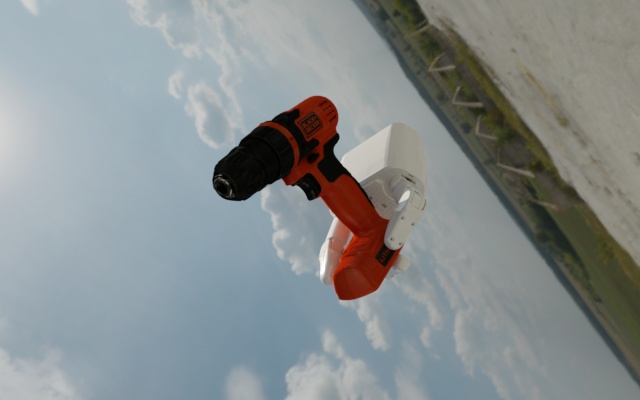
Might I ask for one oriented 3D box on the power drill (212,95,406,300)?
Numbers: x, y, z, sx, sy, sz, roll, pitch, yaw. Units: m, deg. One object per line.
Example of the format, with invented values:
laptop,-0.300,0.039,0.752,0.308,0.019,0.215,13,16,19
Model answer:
power drill,0.000,0.002,0.463,0.057,0.188,0.184,-23,16,40
